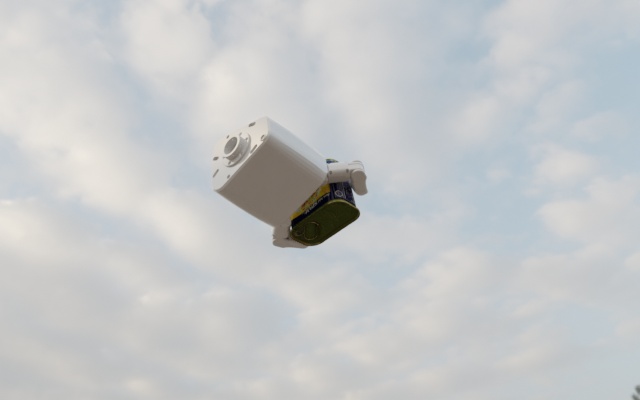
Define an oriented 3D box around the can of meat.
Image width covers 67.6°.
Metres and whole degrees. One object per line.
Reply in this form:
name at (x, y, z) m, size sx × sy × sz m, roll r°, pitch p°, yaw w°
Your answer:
can of meat at (0.000, 0.002, 0.678) m, size 0.102 × 0.083 × 0.057 m, roll -36°, pitch -46°, yaw 28°
